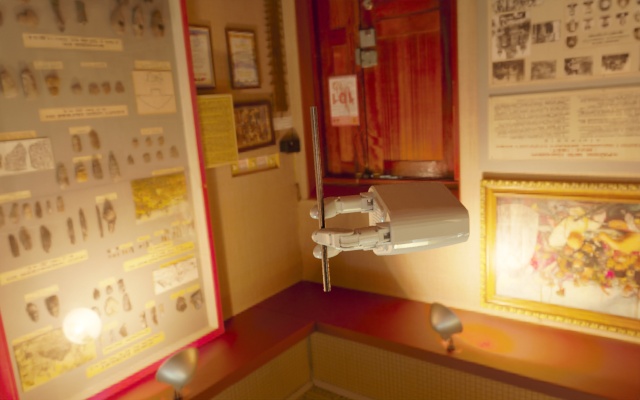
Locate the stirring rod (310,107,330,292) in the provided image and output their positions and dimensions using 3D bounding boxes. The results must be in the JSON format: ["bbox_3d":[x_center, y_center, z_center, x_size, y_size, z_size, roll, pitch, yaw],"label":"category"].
[{"bbox_3d":[0.000,0.002,0.612,0.011,0.239,0.011,-4,11,1],"label":"stirring rod"}]
